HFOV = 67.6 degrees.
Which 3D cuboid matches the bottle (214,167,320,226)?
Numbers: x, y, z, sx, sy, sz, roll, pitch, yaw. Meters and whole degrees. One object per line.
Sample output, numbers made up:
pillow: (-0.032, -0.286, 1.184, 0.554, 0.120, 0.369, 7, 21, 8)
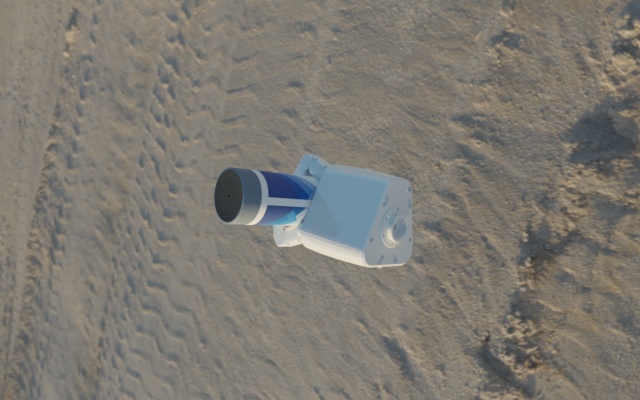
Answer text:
bottle: (0.000, 0.002, 0.655, 0.296, 0.069, 0.069, 4, -3, -43)
